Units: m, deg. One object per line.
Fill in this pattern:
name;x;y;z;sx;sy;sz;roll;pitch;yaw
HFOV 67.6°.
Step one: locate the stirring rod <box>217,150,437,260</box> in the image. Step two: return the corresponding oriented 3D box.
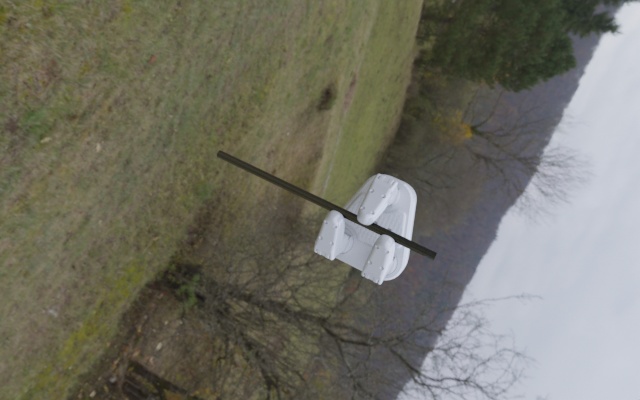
stirring rod;0.000;0.001;0.468;0.239;0.011;0.011;25;6;14
